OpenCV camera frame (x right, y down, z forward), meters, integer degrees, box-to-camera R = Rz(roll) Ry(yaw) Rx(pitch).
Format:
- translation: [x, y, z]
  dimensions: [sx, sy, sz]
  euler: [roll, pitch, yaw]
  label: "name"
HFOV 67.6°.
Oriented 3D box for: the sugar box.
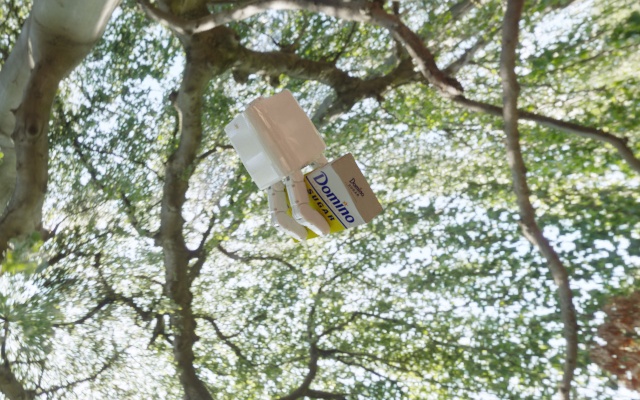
- translation: [0.000, 0.002, 0.689]
  dimensions: [0.048, 0.093, 0.176]
  euler: [-36, 8, -34]
  label: "sugar box"
